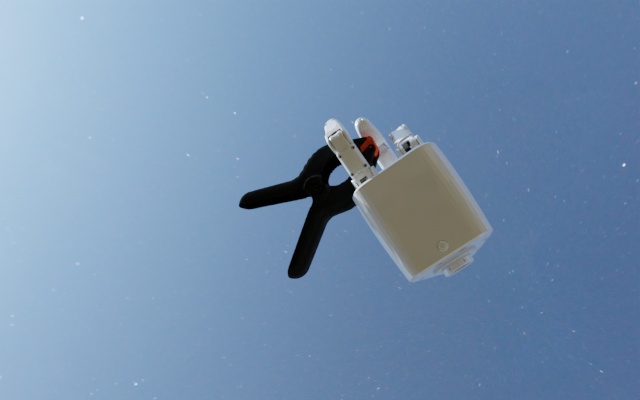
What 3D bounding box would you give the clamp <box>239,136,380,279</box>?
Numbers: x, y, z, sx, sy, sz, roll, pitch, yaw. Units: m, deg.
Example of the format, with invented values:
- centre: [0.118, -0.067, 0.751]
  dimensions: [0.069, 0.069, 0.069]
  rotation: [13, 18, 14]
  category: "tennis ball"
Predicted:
- centre: [0.000, 0.002, 0.525]
  dimensions: [0.171, 0.120, 0.039]
  rotation: [-34, -19, 11]
  category: "clamp"
